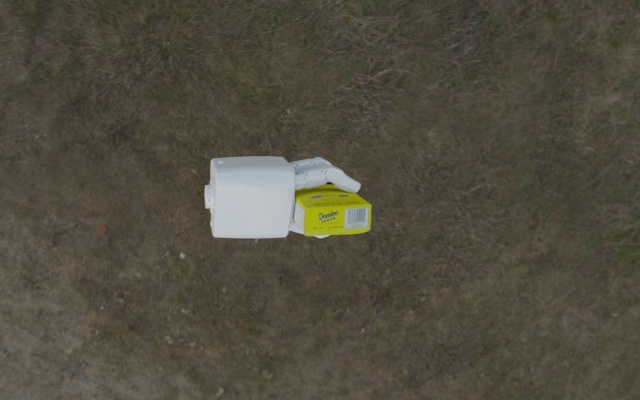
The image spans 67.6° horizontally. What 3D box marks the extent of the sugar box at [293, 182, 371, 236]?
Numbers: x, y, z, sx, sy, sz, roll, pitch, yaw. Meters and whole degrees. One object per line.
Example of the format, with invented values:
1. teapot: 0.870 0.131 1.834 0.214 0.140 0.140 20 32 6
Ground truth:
1. sugar box: 0.000 0.002 0.701 0.093 0.048 0.176 -2 18 -17
